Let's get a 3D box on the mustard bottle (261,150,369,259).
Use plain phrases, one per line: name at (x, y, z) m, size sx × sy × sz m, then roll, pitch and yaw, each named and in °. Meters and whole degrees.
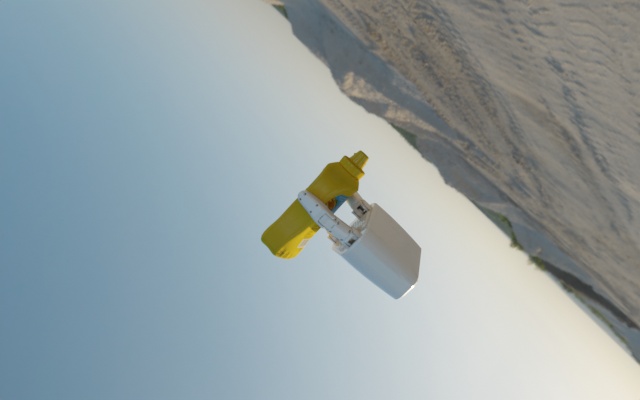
mustard bottle at (0.000, 0.002, 0.703) m, size 0.058 × 0.191 × 0.096 m, roll 47°, pitch 13°, yaw 16°
